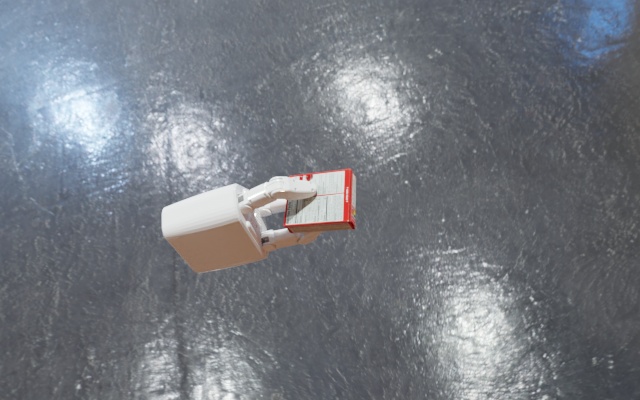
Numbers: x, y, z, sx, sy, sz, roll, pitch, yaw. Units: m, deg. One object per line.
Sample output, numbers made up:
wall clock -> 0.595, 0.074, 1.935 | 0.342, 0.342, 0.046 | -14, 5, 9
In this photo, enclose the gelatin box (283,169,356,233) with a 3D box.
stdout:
gelatin box -> 0.000, 0.002, 0.611 | 0.089, 0.073, 0.030 | -6, -26, 19
